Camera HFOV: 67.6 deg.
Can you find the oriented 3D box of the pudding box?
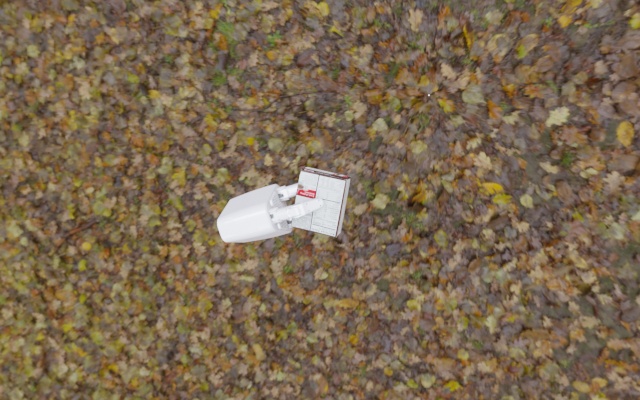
[{"bbox_3d":[0.000,0.003,0.867,0.090,0.113,0.039,13,16,11],"label":"pudding box"}]
